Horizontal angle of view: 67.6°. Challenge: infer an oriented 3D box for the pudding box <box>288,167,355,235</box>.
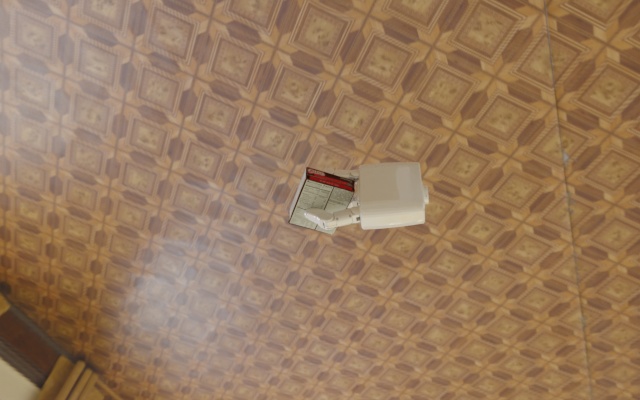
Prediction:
[{"bbox_3d":[0.000,0.003,0.842,0.090,0.114,0.039,16,37,-10],"label":"pudding box"}]
